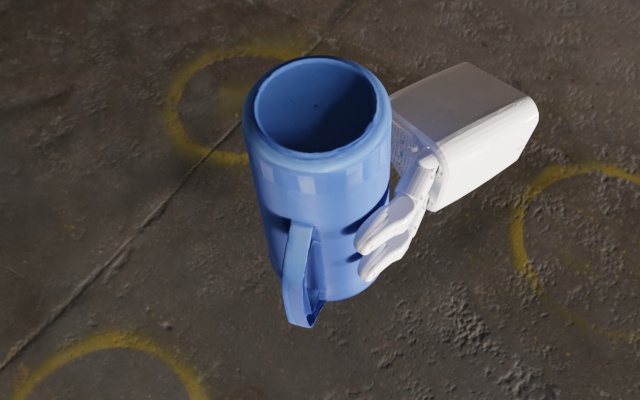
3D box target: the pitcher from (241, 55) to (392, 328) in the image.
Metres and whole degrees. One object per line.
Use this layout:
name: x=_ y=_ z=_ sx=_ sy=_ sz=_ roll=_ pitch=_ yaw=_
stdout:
pitcher: x=0.000 y=0.001 z=0.432 sx=0.145 sy=0.149 sz=0.243 roll=-27 pitch=-28 yaw=-11
